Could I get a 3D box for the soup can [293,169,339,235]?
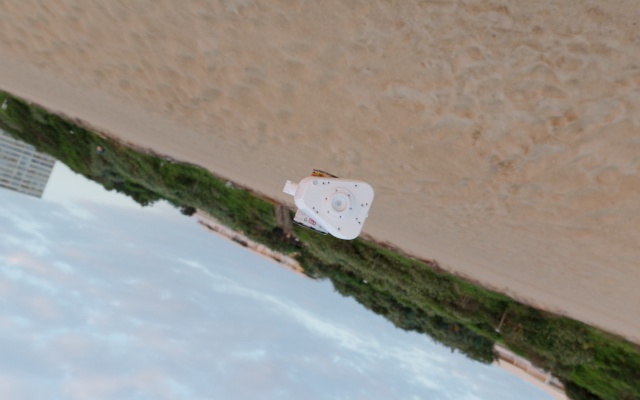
[{"bbox_3d":[0.000,0.003,0.855,0.068,0.102,0.068,21,-2,1],"label":"soup can"}]
